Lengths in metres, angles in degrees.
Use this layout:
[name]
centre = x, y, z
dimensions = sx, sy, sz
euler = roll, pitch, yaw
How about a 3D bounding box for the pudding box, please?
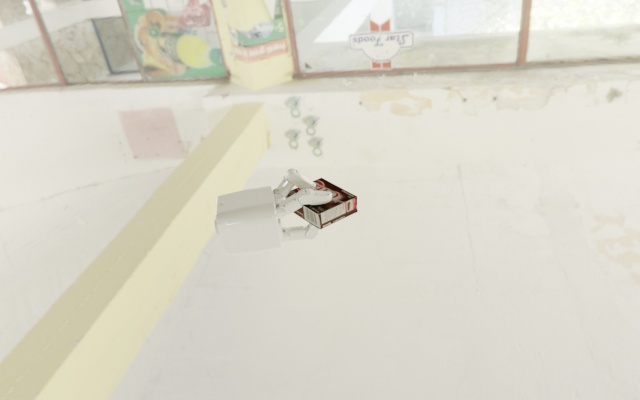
[pudding box]
centre = 0.000, 0.003, 0.886
dimensions = 0.090, 0.039, 0.113
euler = -25, 36, -29
